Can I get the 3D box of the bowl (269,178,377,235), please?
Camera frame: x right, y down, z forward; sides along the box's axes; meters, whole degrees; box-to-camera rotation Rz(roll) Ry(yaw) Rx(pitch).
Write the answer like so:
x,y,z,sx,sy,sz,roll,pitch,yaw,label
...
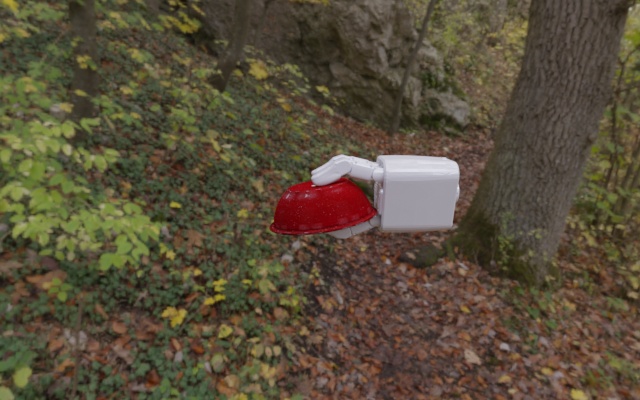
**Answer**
x,y,z,sx,sy,sz,roll,pitch,yaw,label
-0.001,0.002,0.701,0.162,0.055,0.162,-9,11,2,bowl
